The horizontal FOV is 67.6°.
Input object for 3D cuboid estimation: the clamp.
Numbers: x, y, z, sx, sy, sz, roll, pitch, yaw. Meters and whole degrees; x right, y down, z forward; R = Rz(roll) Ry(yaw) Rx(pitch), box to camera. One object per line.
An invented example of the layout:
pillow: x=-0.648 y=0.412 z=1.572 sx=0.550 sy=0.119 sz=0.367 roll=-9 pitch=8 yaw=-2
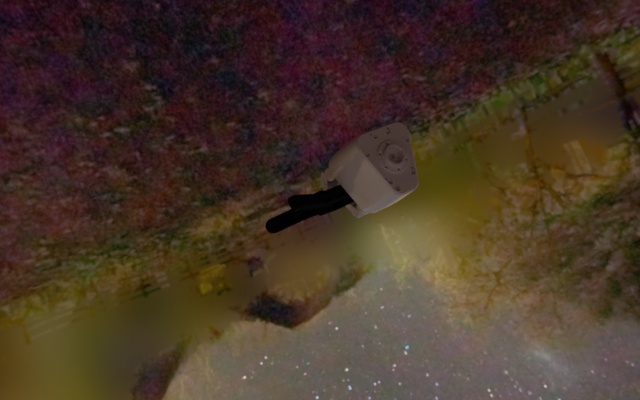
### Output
clamp: x=0.000 y=0.003 z=0.764 sx=0.171 sy=0.039 sz=0.120 roll=-22 pitch=-6 yaw=-23
